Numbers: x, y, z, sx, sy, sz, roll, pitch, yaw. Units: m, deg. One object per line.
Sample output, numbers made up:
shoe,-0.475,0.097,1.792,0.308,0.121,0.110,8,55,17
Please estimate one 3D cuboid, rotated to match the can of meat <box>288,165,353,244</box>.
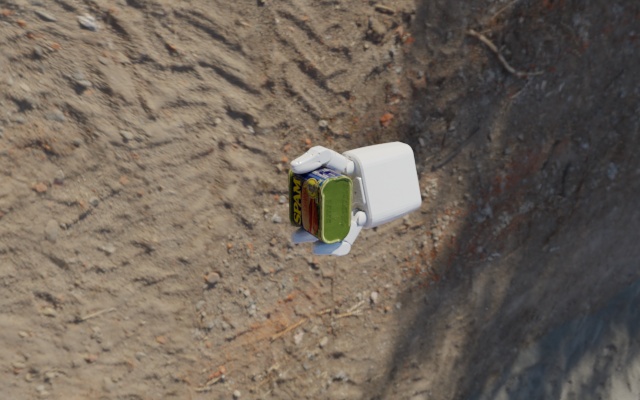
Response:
can of meat,0.000,0.002,0.677,0.057,0.102,0.084,-13,25,-31
